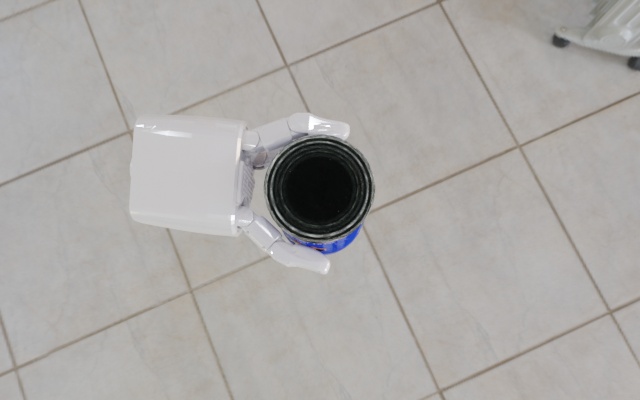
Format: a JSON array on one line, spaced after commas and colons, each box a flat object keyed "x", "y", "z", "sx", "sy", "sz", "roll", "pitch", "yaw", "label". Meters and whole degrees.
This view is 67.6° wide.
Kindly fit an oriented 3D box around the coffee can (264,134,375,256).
[{"x": 0.000, "y": 0.002, "z": 0.503, "sx": 0.103, "sy": 0.102, "sz": 0.140, "roll": 0, "pitch": -11, "yaw": 1, "label": "coffee can"}]
